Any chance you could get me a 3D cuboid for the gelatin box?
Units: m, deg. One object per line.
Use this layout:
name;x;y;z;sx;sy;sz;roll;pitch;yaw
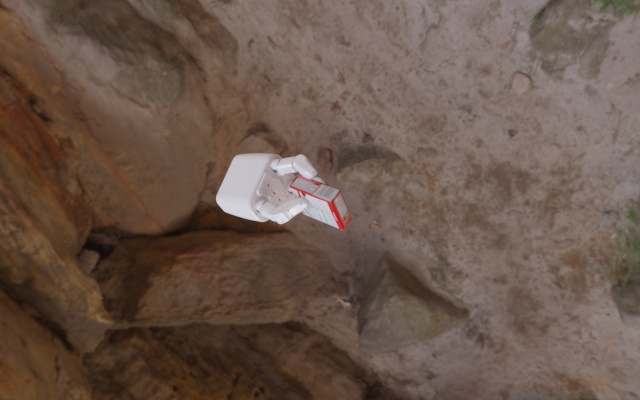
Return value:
gelatin box;0.000;0.003;0.762;0.089;0.030;0.073;22;-29;35
